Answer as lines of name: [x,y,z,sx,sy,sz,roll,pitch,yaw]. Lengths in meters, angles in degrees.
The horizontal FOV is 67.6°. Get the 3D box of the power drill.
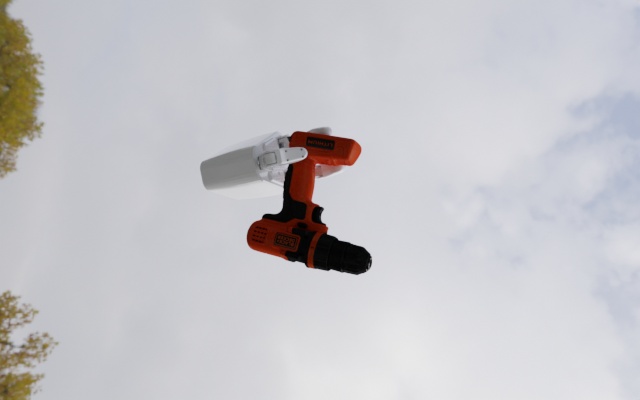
power drill: [0.000,0.002,0.676,0.184,0.187,0.057,12,-12,17]
